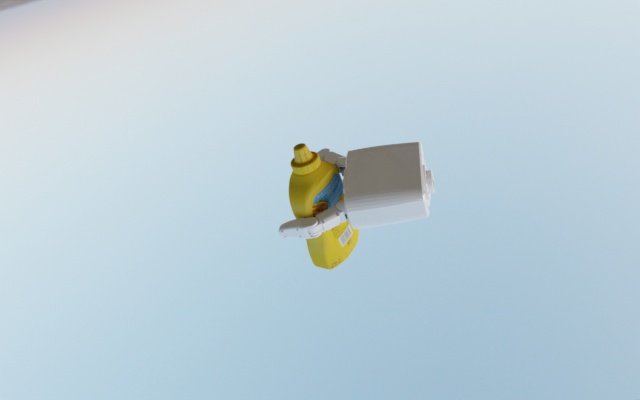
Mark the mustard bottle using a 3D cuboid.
[{"bbox_3d":[0.000,0.002,0.689,0.058,0.192,0.096,10,44,36],"label":"mustard bottle"}]
